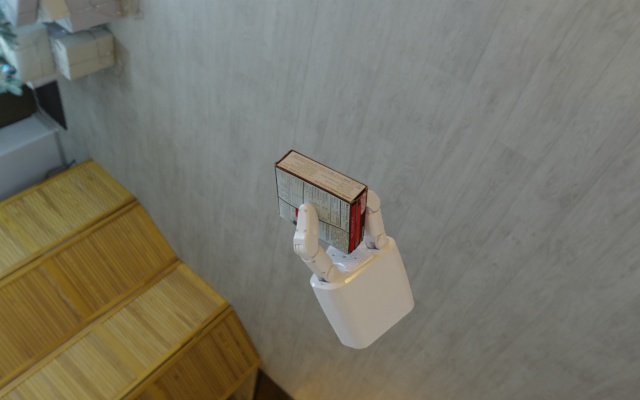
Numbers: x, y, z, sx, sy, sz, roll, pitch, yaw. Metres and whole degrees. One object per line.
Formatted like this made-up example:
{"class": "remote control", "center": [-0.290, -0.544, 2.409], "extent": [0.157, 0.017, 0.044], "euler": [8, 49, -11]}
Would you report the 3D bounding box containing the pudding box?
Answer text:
{"class": "pudding box", "center": [0.000, 0.002, 0.566], "extent": [0.113, 0.090, 0.039], "euler": [26, 50, 24]}
